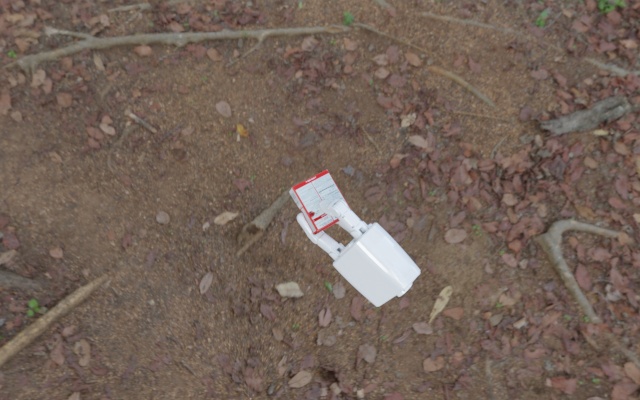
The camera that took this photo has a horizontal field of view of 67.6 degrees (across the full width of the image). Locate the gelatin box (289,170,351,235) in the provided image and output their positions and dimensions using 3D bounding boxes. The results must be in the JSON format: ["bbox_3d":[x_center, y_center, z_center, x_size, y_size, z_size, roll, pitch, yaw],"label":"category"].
[{"bbox_3d":[0.000,0.002,0.814,0.073,0.089,0.030,-29,-5,-20],"label":"gelatin box"}]
